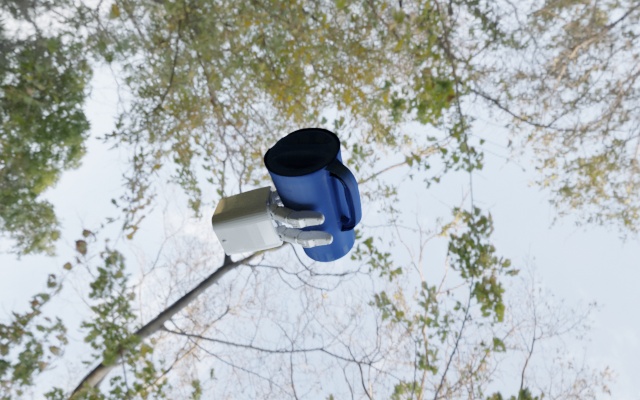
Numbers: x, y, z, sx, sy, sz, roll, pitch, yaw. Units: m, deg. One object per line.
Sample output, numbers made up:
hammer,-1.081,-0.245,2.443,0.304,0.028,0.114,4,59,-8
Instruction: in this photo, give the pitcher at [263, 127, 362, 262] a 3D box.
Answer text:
pitcher,0.000,0.003,0.866,0.145,0.243,0.149,-13,41,5
